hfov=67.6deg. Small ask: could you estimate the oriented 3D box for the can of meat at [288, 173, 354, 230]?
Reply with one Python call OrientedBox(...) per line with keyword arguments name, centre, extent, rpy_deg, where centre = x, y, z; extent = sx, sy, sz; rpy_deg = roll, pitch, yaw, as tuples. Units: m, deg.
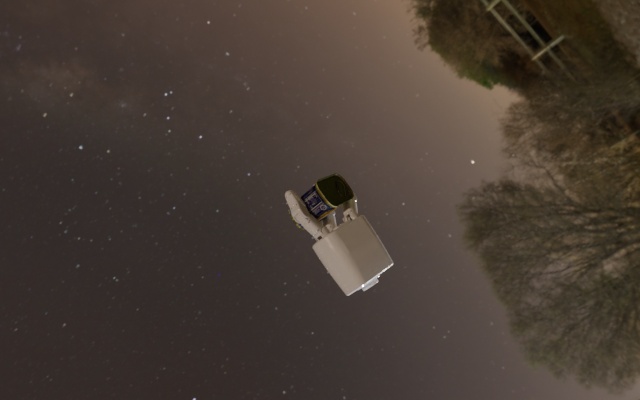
OrientedBox(name="can of meat", centre=(0.000, 0.003, 0.865), extent=(0.084, 0.057, 0.102), rpy_deg=(-39, -7, 30))
